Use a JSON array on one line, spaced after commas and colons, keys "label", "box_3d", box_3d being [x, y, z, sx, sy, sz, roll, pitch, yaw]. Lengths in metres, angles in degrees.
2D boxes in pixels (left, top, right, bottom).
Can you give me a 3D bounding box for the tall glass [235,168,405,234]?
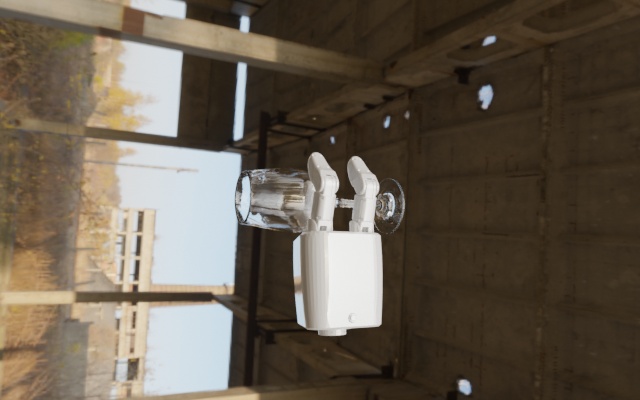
[{"label": "tall glass", "box_3d": [0.001, 0.002, 0.588, 0.201, 0.079, 0.079, 4, -2, -26]}]
